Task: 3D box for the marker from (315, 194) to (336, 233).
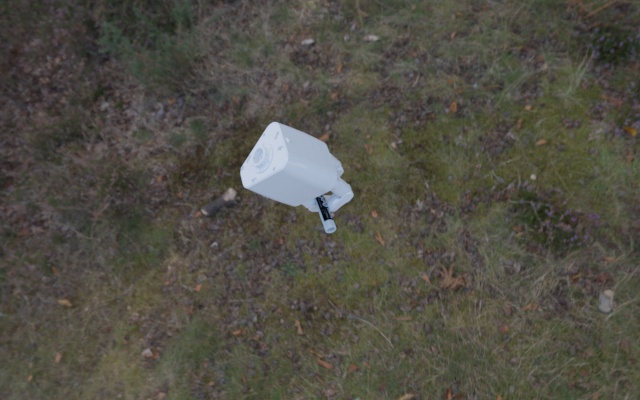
[{"bbox_3d":[0.000,0.003,0.827,0.020,0.121,0.020,-14,-35,-10],"label":"marker"}]
